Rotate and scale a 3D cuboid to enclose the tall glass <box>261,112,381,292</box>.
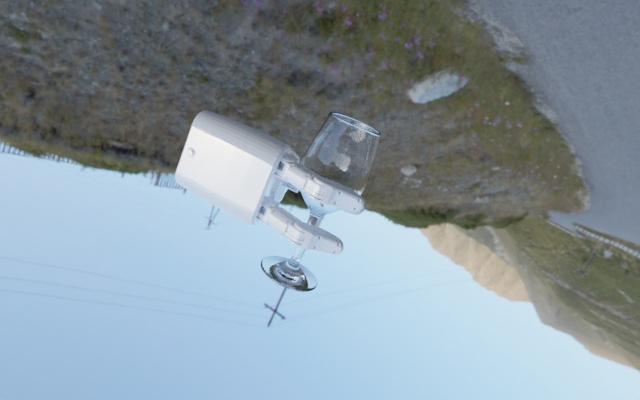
[{"bbox_3d":[0.000,0.002,0.553,0.079,0.201,0.079,22,17,-7],"label":"tall glass"}]
